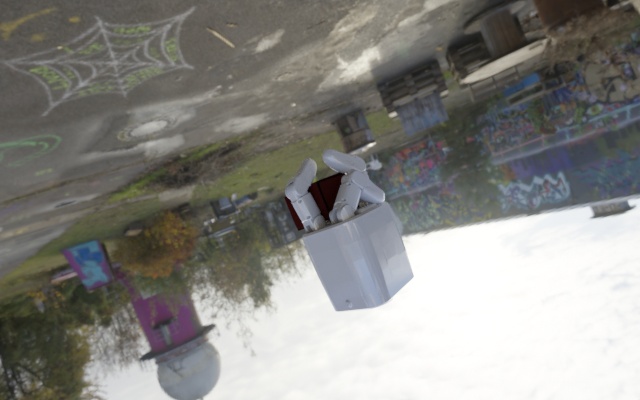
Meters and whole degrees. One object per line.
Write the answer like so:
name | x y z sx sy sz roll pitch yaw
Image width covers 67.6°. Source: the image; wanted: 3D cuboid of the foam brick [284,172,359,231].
foam brick | 0.000 0.002 0.628 0.053 0.051 0.078 -23 0 -39
